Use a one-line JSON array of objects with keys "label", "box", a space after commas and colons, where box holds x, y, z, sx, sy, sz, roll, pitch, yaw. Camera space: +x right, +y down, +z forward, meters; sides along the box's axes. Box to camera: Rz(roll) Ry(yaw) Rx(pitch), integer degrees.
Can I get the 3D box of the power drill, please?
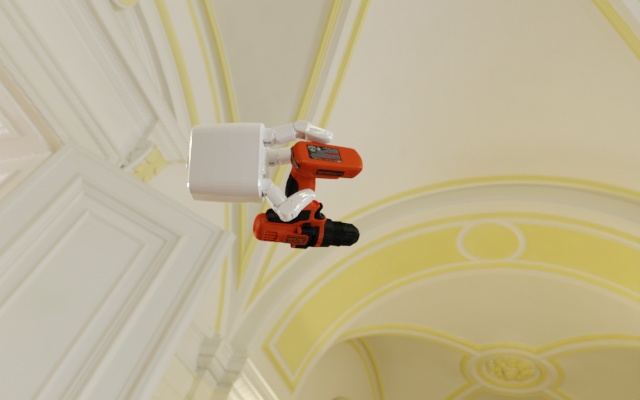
[{"label": "power drill", "box": [0.000, 0.002, 0.752, 0.184, 0.188, 0.057, 5, 40, -21]}]
